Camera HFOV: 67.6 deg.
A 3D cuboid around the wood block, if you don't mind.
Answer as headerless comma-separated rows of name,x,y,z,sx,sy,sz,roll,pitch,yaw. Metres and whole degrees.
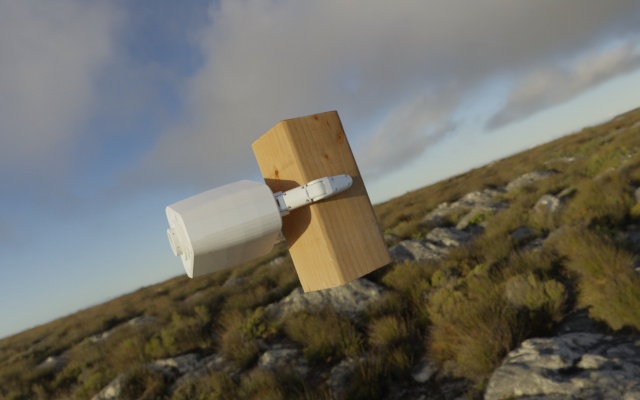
wood block,0.000,0.002,0.613,0.090,0.206,0.091,-18,-3,-36
